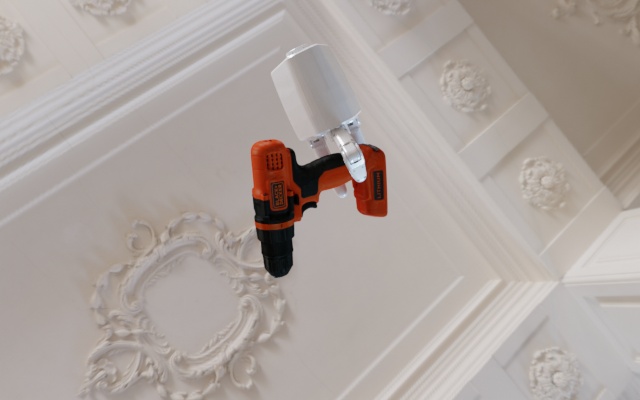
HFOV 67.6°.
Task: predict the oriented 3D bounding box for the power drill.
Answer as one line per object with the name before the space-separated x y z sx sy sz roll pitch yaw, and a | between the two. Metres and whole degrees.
power drill | 0.000 0.002 0.647 0.187 0.184 0.057 -11 18 -25
